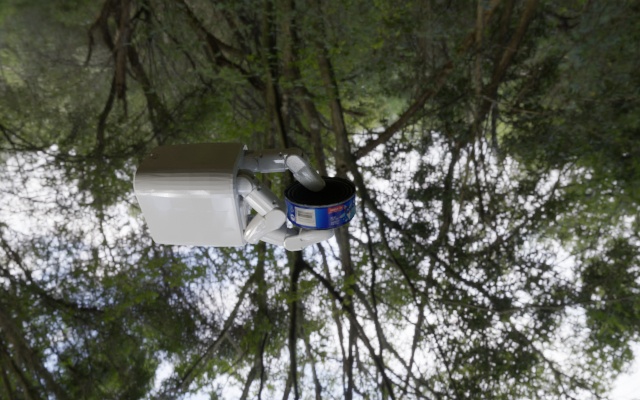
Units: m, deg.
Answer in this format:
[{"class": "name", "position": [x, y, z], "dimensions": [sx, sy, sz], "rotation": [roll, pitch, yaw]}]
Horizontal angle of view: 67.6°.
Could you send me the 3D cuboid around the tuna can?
[{"class": "tuna can", "position": [0.000, 0.002, 0.572], "dimensions": [0.086, 0.034, 0.086], "rotation": [-3, 25, 1]}]
